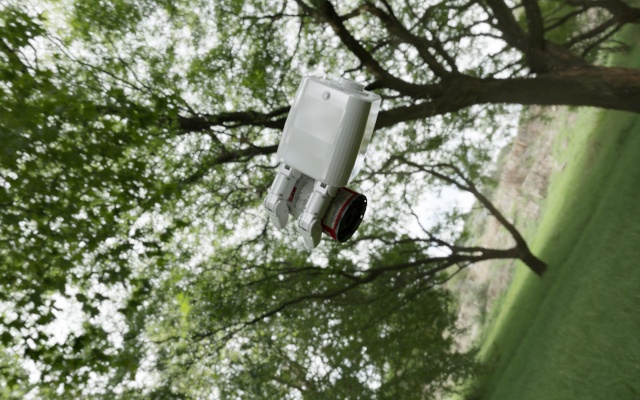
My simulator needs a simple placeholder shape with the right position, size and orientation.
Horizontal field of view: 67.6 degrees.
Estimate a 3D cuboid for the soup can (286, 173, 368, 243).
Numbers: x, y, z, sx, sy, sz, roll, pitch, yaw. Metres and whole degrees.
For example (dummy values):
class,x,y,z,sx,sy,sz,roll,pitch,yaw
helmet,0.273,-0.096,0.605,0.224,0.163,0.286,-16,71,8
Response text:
class,x,y,z,sx,sy,sz,roll,pitch,yaw
soup can,0.000,0.002,0.618,0.102,0.068,0.068,28,13,25
